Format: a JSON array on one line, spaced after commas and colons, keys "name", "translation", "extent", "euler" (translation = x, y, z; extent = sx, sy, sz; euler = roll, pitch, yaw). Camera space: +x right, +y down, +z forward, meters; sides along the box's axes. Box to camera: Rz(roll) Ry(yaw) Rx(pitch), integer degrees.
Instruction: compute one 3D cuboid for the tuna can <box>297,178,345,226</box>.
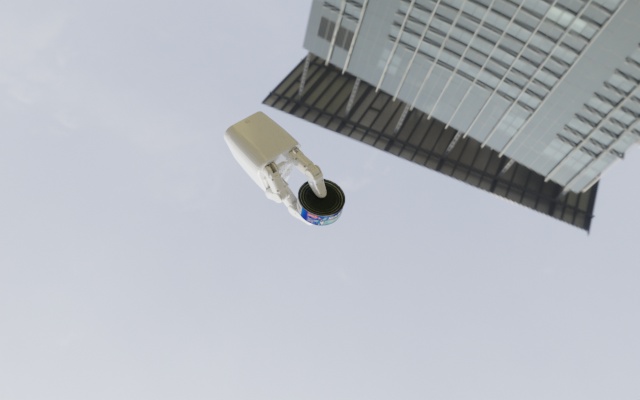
[{"name": "tuna can", "translation": [0.000, 0.003, 0.861], "extent": [0.086, 0.086, 0.034], "euler": [0, -38, -10]}]
